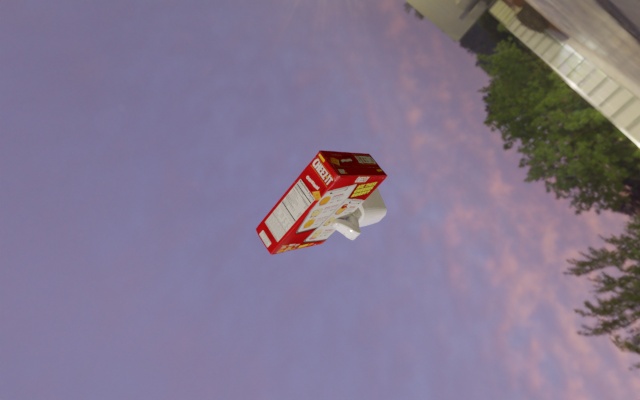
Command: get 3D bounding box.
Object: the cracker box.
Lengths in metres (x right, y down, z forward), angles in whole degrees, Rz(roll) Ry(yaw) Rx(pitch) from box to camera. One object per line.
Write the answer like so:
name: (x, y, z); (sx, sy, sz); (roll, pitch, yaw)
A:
cracker box: (0.000, 0.003, 0.898); (0.164, 0.072, 0.214); (-5, -38, -53)
